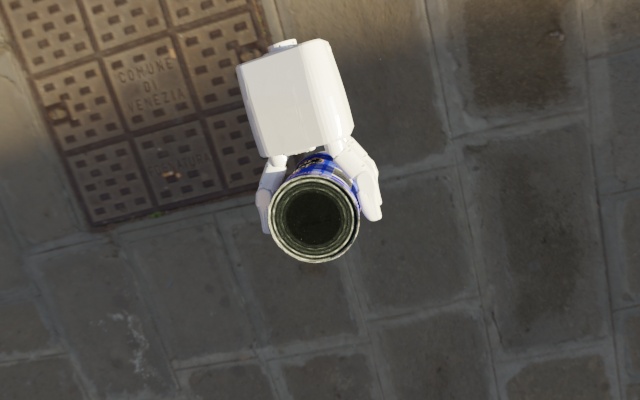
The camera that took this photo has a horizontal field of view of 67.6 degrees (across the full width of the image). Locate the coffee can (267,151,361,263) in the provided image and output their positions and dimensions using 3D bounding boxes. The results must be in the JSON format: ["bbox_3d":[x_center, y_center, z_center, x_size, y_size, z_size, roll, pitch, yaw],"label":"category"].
[{"bbox_3d":[0.000,0.002,0.588,0.103,0.103,0.140,0,16,7],"label":"coffee can"}]
